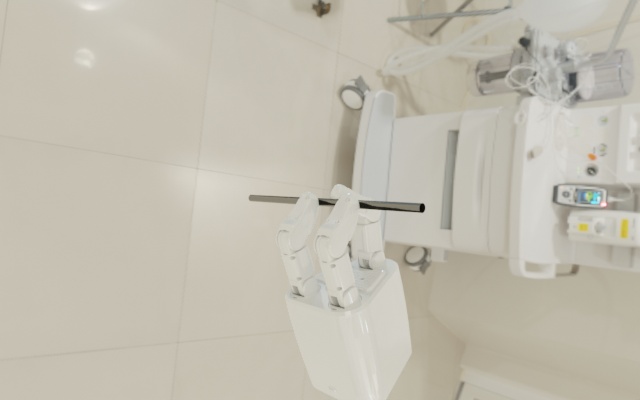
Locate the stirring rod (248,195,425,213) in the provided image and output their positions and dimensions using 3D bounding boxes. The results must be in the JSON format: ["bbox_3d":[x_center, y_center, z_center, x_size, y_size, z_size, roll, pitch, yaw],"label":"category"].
[{"bbox_3d":[0.000,0.002,0.467,0.011,0.011,0.239,0,2,-42],"label":"stirring rod"}]
